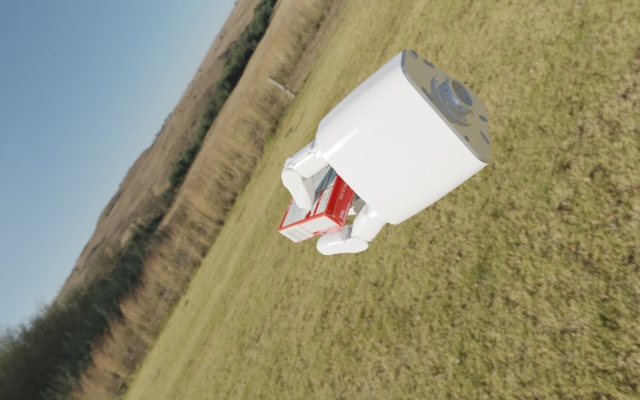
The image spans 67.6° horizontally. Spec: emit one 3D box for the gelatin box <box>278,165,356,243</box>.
[{"bbox_3d":[0.000,0.002,0.519,0.030,0.073,0.089,36,-34,-24],"label":"gelatin box"}]
